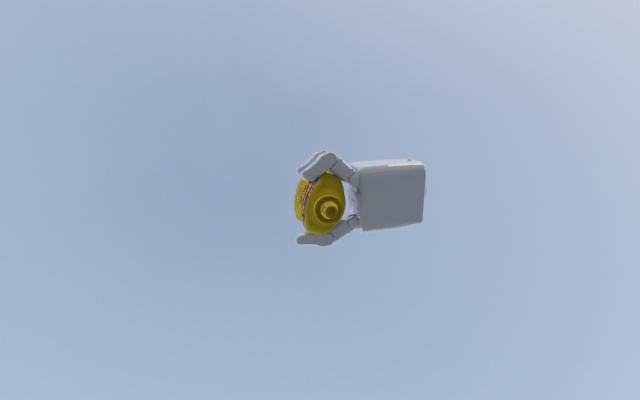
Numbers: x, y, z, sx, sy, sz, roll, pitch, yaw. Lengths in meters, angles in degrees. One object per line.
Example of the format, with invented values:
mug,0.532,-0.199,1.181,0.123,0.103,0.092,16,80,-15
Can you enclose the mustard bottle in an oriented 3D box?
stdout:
mustard bottle,0.000,0.002,0.745,0.058,0.096,0.191,19,5,-12
